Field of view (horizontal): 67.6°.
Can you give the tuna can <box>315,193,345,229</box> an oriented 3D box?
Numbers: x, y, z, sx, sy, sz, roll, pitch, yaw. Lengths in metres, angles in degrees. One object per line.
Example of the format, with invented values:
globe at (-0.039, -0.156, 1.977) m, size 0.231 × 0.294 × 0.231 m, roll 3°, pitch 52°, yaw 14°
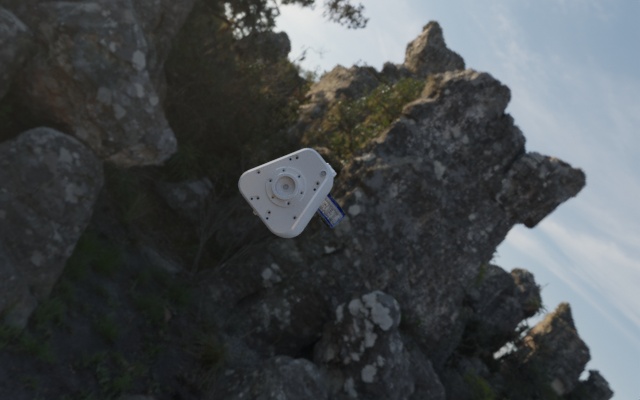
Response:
tuna can at (0.001, 0.002, 0.758) m, size 0.034 × 0.086 × 0.086 m, roll -41°, pitch 3°, yaw -4°
